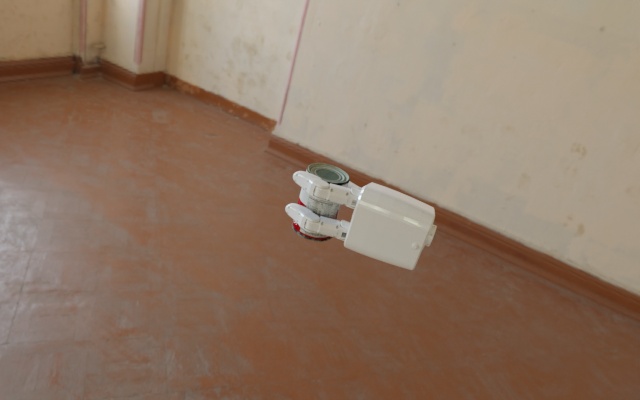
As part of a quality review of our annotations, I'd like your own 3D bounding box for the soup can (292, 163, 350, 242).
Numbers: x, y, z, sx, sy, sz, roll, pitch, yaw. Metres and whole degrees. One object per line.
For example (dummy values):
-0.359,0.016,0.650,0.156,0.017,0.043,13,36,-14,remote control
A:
0.000,0.002,0.732,0.068,0.102,0.068,13,27,-6,soup can
